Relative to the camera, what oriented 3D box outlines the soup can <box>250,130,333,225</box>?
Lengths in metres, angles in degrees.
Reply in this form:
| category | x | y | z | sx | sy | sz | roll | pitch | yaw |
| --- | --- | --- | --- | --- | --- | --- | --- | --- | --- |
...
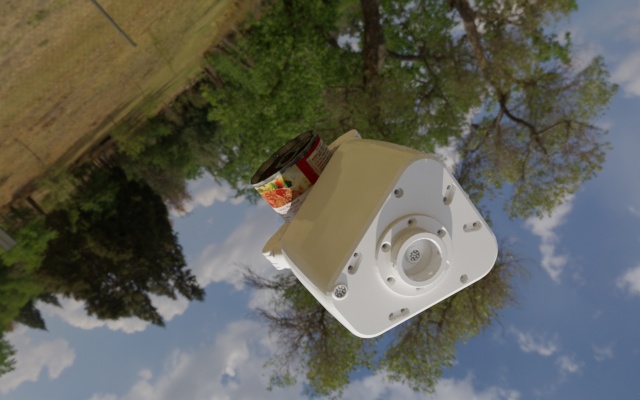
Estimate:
| category | x | y | z | sx | sy | sz | roll | pitch | yaw |
| --- | --- | --- | --- | --- | --- | --- | --- | --- | --- |
| soup can | 0.000 | 0.002 | 0.401 | 0.068 | 0.102 | 0.068 | -35 | 19 | 14 |
